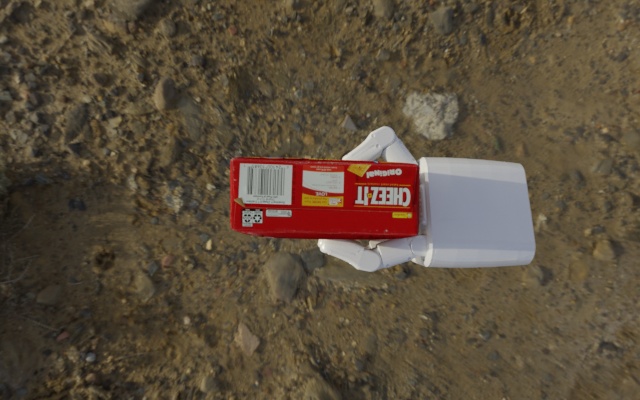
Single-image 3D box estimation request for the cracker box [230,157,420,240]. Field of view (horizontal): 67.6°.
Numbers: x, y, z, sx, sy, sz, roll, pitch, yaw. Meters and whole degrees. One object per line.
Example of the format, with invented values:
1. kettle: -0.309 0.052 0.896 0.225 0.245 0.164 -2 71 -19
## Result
1. cracker box: 0.000 0.001 0.508 0.164 0.072 0.214 1 -2 -2
